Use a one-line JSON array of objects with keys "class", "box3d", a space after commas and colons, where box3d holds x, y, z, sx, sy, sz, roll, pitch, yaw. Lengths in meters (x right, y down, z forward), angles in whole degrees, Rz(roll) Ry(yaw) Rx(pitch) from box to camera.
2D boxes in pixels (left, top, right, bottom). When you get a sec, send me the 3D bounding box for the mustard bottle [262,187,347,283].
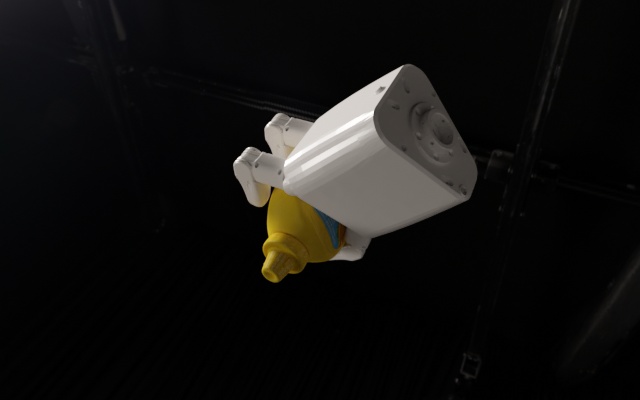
[{"class": "mustard bottle", "box3d": [0.000, 0.001, 0.462, 0.058, 0.096, 0.191, 1, 42, 34]}]
